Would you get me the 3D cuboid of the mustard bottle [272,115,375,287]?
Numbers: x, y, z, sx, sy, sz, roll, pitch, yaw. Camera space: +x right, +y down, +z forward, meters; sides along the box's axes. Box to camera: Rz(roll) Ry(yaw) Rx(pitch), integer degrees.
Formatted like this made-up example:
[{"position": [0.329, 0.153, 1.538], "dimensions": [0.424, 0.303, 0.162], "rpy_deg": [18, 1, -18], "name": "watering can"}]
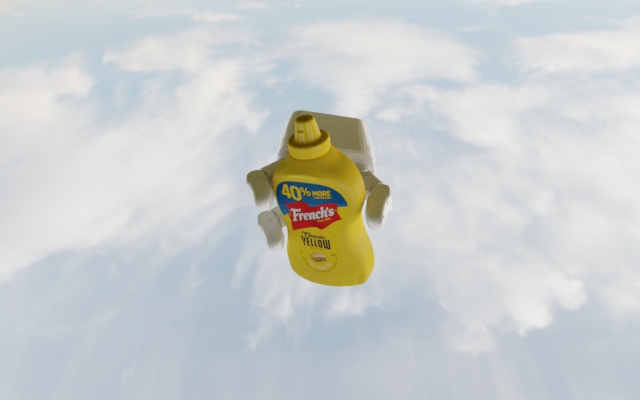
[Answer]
[{"position": [0.000, 0.002, 0.496], "dimensions": [0.096, 0.192, 0.058], "rpy_deg": [8, 37, 25], "name": "mustard bottle"}]
